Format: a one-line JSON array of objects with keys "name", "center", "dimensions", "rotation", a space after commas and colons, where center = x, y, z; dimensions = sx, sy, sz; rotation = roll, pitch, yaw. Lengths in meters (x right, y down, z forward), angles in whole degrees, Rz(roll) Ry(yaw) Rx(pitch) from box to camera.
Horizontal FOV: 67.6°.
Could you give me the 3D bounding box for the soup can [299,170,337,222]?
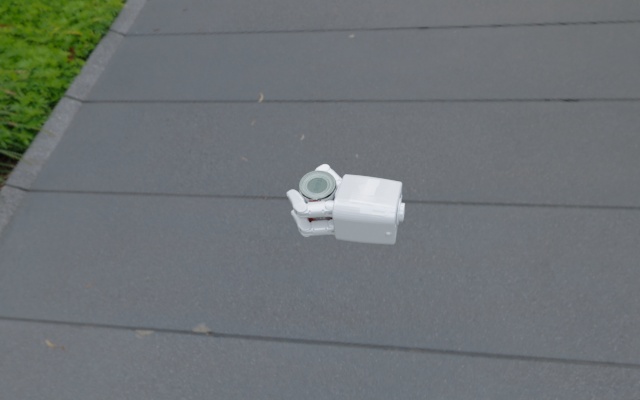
[{"name": "soup can", "center": [0.000, 0.003, 0.869], "dimensions": [0.068, 0.068, 0.102], "rotation": [0, -38, 8]}]
